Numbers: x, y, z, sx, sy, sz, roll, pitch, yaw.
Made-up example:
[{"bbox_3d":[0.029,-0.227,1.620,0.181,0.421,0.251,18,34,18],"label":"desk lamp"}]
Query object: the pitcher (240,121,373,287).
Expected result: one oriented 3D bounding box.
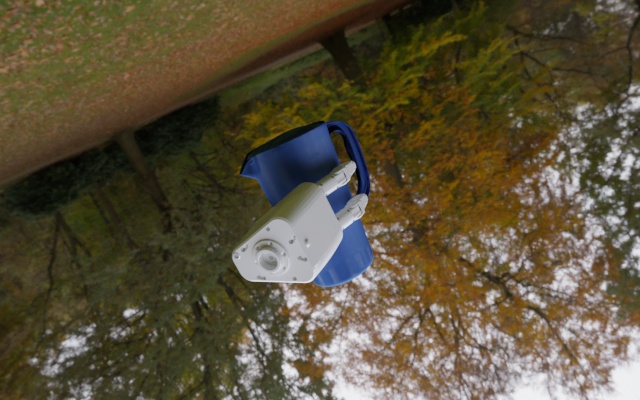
[{"bbox_3d":[0.000,0.003,0.748,0.149,0.243,0.145,-17,16,27],"label":"pitcher"}]
